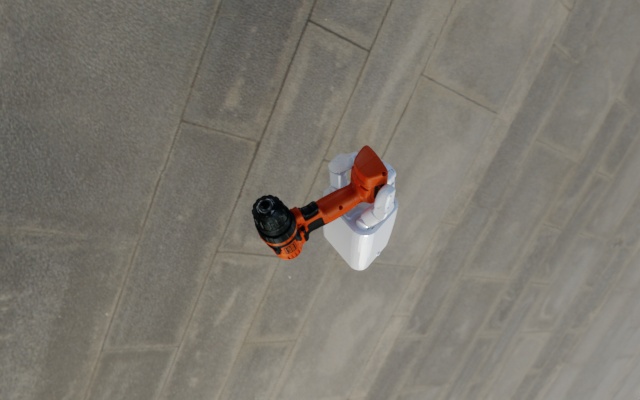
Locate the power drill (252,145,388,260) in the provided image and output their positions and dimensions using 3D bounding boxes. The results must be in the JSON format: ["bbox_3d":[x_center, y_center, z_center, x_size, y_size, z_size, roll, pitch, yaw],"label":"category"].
[{"bbox_3d":[0.001,0.002,0.648,0.187,0.057,0.184,-31,-19,-7],"label":"power drill"}]
